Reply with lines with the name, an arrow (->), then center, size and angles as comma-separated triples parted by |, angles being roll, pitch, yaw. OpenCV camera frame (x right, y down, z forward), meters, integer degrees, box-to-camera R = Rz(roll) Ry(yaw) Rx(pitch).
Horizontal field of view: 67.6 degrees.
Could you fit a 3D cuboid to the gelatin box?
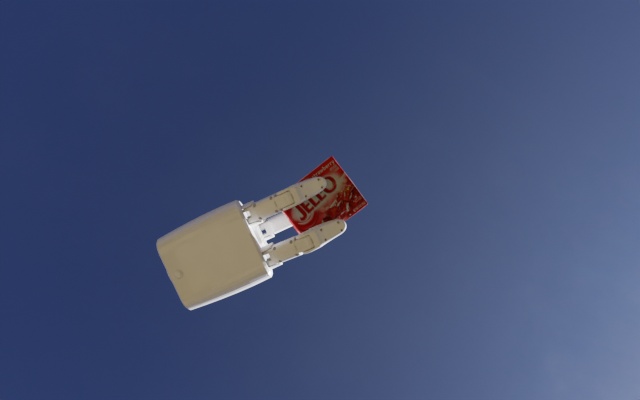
gelatin box -> 0.000, 0.002, 0.578 | 0.089, 0.073, 0.030 | -38, 5, -6
